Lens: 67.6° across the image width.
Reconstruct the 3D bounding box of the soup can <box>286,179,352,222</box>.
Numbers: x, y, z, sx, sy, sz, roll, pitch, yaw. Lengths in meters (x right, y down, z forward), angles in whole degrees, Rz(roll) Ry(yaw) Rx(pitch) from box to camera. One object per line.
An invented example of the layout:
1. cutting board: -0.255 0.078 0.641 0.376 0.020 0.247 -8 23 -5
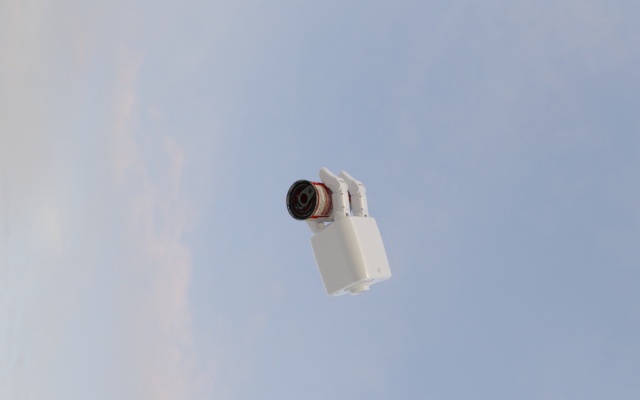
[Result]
1. soup can: 0.000 0.002 0.818 0.068 0.068 0.102 0 -4 39
